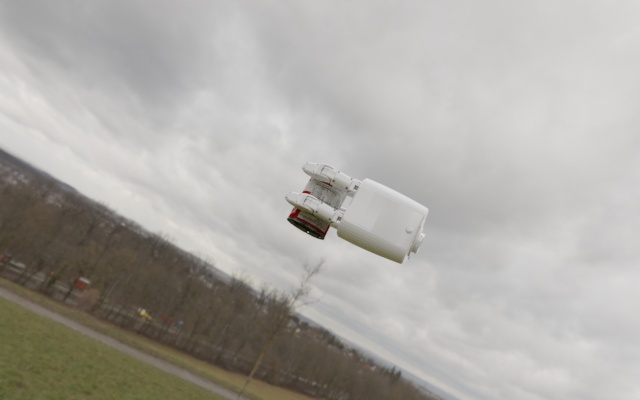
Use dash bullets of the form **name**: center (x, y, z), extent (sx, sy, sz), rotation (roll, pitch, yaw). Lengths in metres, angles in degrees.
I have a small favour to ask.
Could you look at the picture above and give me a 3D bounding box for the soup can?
- **soup can**: center (0.000, 0.002, 0.764), extent (0.068, 0.102, 0.068), rotation (28, -12, 7)
